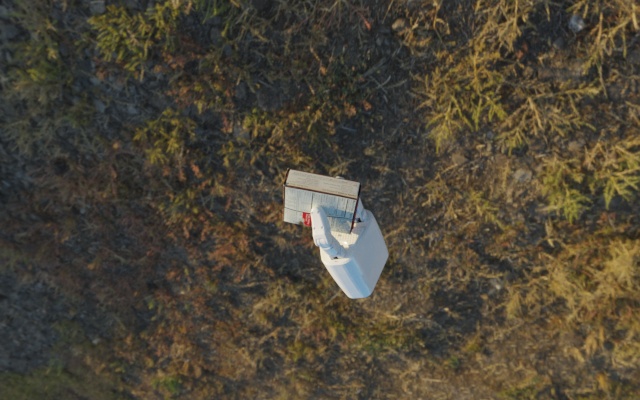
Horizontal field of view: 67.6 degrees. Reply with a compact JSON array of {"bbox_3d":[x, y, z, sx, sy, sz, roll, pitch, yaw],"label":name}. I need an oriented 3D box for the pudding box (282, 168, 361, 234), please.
[{"bbox_3d":[0.000,0.003,0.718,0.113,0.039,0.090,10,-40,2],"label":"pudding box"}]
